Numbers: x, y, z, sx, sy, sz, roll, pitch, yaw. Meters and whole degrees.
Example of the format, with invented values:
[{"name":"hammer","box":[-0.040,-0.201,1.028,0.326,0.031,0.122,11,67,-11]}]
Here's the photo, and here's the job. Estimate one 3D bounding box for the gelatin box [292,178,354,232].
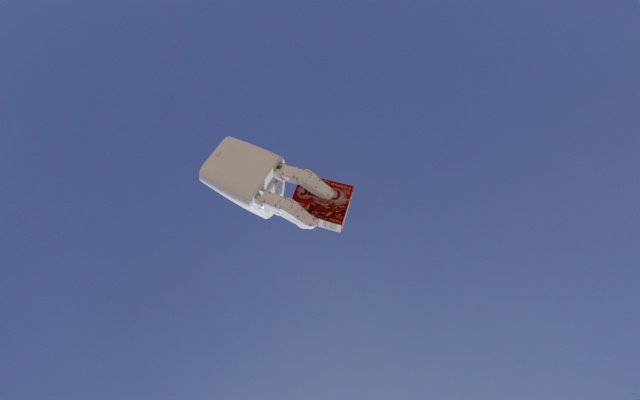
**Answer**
[{"name":"gelatin box","box":[0.000,0.003,0.751,0.089,0.073,0.030,15,-29,7]}]
